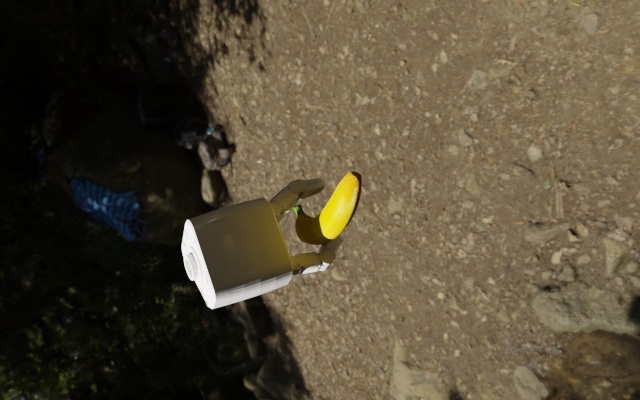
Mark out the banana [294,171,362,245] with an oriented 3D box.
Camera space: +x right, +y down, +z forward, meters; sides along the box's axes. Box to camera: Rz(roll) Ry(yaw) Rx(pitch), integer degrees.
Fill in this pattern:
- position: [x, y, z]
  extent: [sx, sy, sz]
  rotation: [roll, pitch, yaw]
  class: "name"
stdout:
- position: [0.004, 0.021, 0.626]
  extent: [0.037, 0.069, 0.198]
  rotation: [-13, -7, -28]
  class: "banana"
